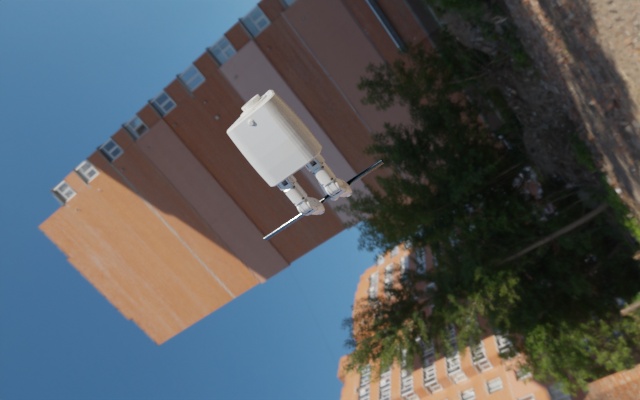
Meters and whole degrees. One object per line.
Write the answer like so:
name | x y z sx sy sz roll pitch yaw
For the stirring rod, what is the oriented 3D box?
stirring rod | 0.000 0.002 0.764 0.239 0.011 0.011 -34 -13 21
